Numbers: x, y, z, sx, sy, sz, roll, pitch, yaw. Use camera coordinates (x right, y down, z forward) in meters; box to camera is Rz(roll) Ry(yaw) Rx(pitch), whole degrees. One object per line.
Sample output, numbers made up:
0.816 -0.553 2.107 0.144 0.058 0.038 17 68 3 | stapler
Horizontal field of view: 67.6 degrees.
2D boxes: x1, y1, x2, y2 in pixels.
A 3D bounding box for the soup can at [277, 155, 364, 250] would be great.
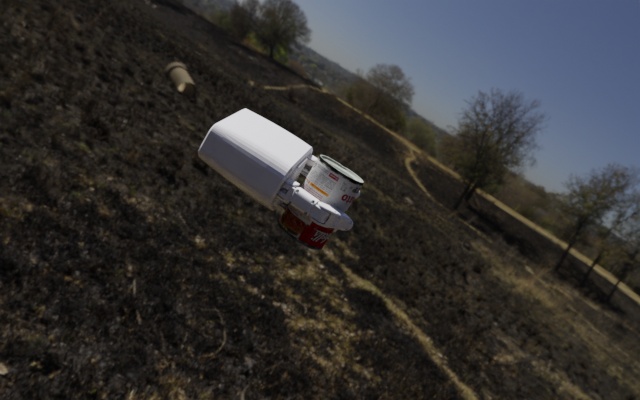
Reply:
0.001 0.002 0.603 0.068 0.102 0.068 31 12 -7 | soup can
